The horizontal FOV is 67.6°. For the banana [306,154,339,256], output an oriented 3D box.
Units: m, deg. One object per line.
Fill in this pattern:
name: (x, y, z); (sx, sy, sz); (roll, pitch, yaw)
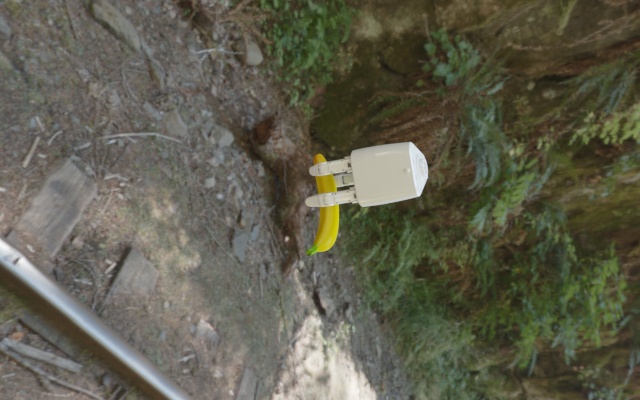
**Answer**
banana: (0.009, 0.012, 0.897); (0.037, 0.197, 0.070); (-8, -21, 28)
